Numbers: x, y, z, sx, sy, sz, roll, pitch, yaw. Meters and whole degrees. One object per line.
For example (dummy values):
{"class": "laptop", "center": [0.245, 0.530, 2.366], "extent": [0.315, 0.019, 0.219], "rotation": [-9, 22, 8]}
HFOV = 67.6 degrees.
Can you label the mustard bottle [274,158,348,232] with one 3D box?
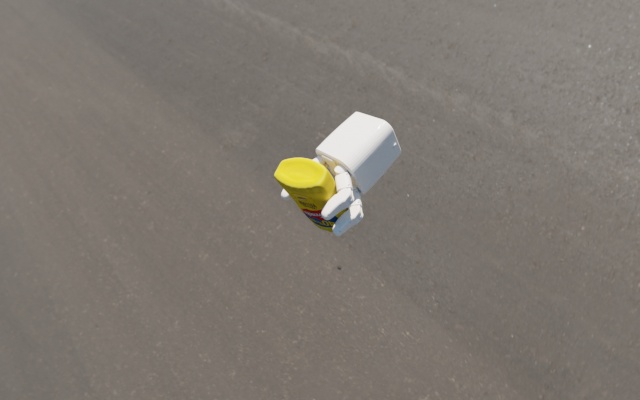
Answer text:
{"class": "mustard bottle", "center": [0.000, 0.003, 0.830], "extent": [0.096, 0.058, 0.192], "rotation": [12, -25, 30]}
